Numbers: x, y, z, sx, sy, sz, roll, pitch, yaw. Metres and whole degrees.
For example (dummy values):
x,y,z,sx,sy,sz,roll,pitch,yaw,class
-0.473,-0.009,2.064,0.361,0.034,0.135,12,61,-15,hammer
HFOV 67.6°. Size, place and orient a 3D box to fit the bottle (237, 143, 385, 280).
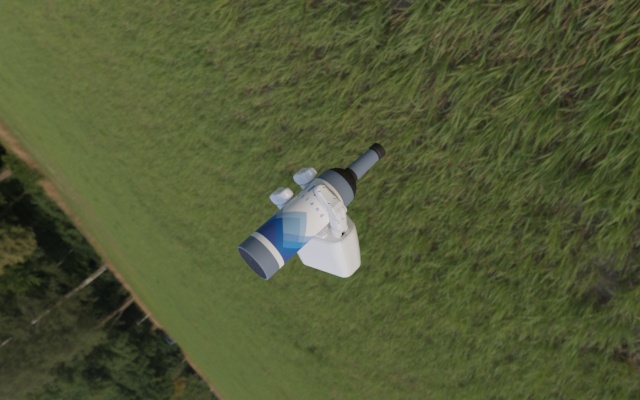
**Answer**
x,y,z,sx,sy,sz,roll,pitch,yaw,class
0.000,0.003,0.763,0.295,0.069,0.069,-42,19,-22,bottle
